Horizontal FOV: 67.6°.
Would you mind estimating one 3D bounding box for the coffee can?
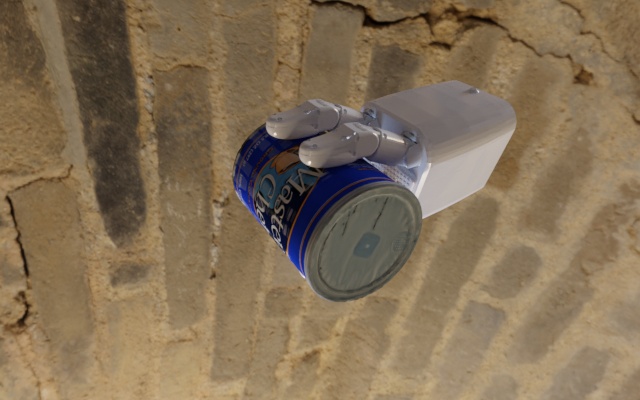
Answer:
[{"bbox_3d":[0.000,0.001,0.400,0.103,0.103,0.140,0,28,-35],"label":"coffee can"}]
